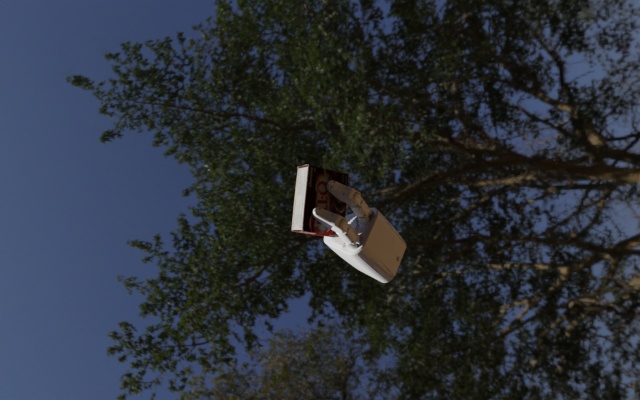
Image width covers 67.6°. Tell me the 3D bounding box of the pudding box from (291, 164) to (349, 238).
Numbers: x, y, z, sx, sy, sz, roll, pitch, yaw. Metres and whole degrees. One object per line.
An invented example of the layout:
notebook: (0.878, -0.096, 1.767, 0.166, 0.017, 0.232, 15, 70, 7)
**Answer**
pudding box: (0.000, 0.003, 0.810, 0.090, 0.113, 0.039, 10, -11, -39)
